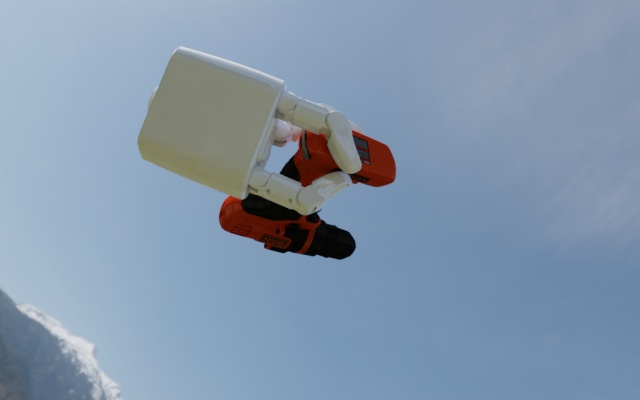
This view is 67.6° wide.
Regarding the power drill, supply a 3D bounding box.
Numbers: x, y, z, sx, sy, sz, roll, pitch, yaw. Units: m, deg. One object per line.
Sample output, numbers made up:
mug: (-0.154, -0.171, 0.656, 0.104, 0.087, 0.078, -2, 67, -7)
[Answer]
power drill: (0.000, 0.001, 0.544, 0.184, 0.057, 0.188, 17, -43, -28)
